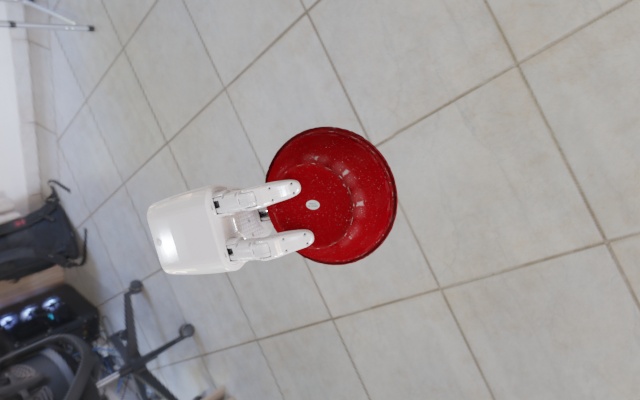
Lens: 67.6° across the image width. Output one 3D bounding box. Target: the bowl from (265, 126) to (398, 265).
[{"bbox_3d":[0.001,0.001,0.522,0.162,0.162,0.055,0,11,20],"label":"bowl"}]
